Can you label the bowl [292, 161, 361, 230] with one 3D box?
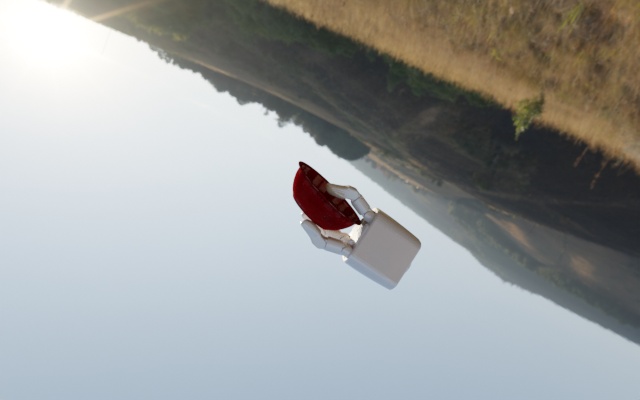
[{"bbox_3d":[-0.001,0.002,0.877,0.055,0.162,0.162,-44,-10,10],"label":"bowl"}]
